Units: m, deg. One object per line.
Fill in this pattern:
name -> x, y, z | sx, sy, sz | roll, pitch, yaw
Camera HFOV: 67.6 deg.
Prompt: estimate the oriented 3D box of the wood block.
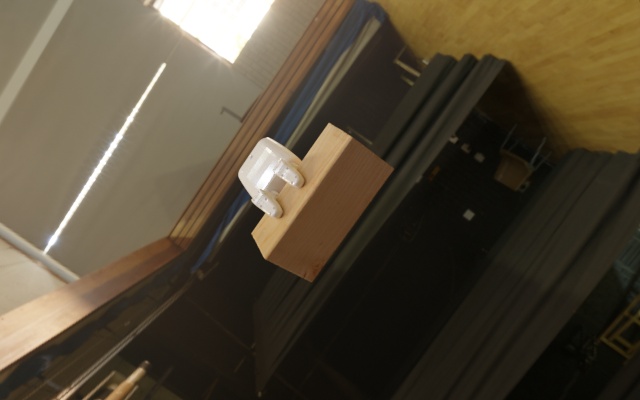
wood block -> 0.000, 0.002, 0.708 | 0.091, 0.206, 0.090 | 32, 7, -30
